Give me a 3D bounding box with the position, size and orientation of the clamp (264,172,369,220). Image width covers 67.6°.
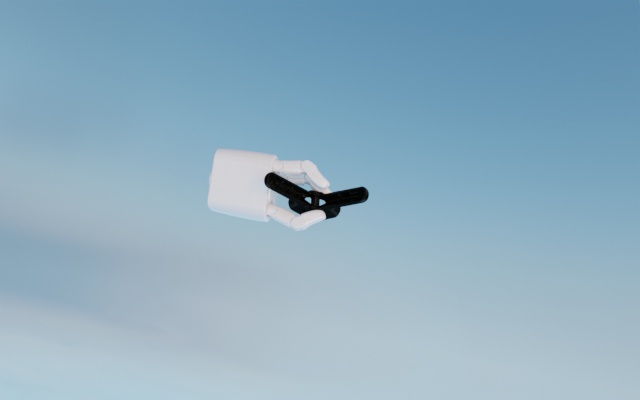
[{"bbox_3d":[0.000,0.004,0.826,0.164,0.036,0.210,8,-15,7],"label":"clamp"}]
